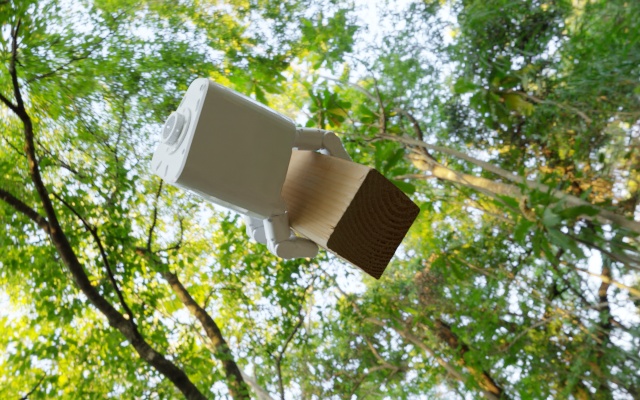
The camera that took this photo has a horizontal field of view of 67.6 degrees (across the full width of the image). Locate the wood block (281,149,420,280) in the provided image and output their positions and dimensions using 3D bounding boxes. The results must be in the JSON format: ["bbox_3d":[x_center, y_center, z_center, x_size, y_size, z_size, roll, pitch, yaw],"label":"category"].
[{"bbox_3d":[0.000,0.001,0.556,0.090,0.091,0.206,36,-7,-36],"label":"wood block"}]
